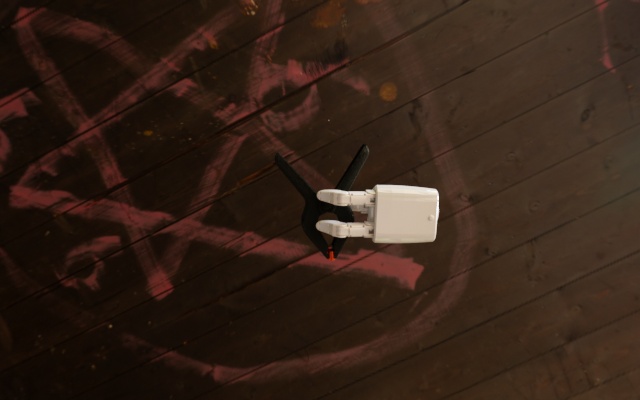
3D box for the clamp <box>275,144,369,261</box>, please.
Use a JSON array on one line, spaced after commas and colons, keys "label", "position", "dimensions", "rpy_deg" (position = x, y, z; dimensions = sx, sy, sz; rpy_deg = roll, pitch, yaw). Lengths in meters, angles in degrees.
[{"label": "clamp", "position": [0.000, 0.003, 0.850], "dimensions": [0.164, 0.210, 0.036], "rpy_deg": [1, 10, -2]}]
